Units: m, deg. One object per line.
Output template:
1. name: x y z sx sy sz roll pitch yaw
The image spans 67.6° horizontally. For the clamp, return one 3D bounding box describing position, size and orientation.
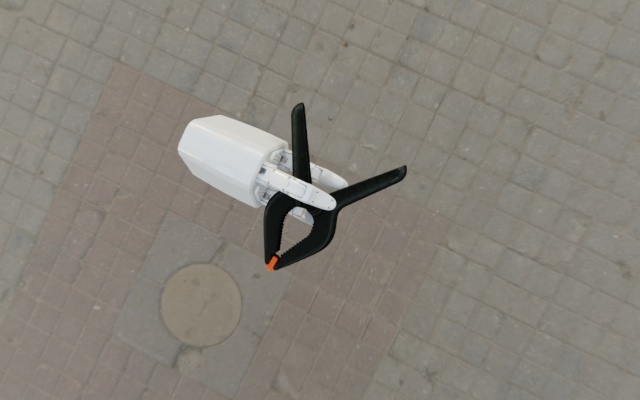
1. clamp: 0.000 0.002 0.603 0.164 0.210 0.036 25 2 6
